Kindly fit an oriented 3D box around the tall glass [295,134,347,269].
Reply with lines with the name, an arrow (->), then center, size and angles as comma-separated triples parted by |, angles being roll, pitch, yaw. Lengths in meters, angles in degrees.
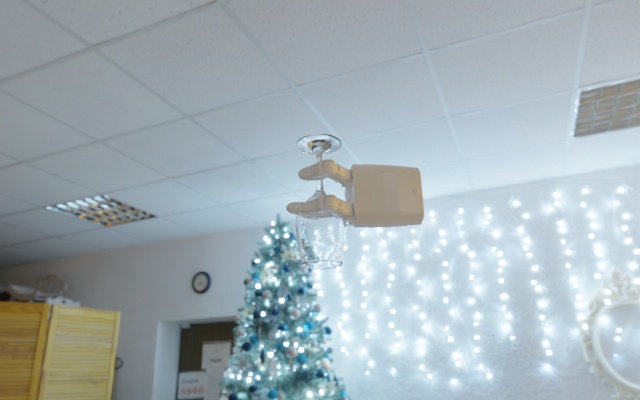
tall glass -> 0.000, 0.002, 0.742 | 0.079, 0.201, 0.079 | -1, -19, 0
